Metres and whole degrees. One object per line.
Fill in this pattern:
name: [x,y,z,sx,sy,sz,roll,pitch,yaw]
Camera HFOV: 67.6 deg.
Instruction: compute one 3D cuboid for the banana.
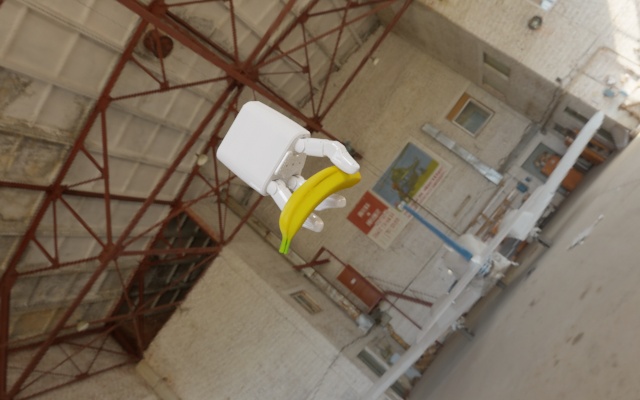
banana: [0.000,-0.009,0.676,0.037,0.070,0.197,31,49,21]
